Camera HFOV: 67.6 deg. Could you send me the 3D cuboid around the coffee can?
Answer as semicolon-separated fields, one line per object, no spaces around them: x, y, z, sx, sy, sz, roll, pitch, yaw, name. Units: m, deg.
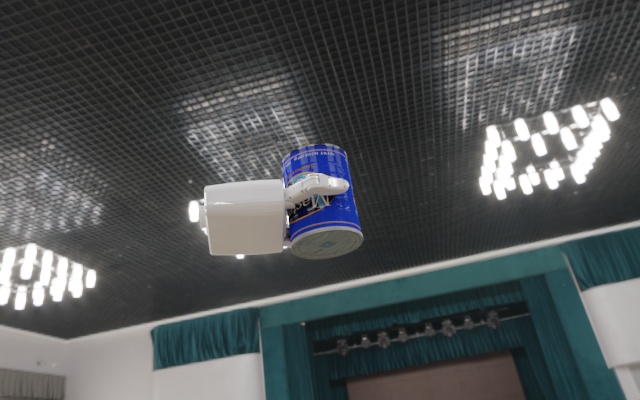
0.000;0.002;0.700;0.103;0.140;0.103;-7;-27;-4;coffee can
